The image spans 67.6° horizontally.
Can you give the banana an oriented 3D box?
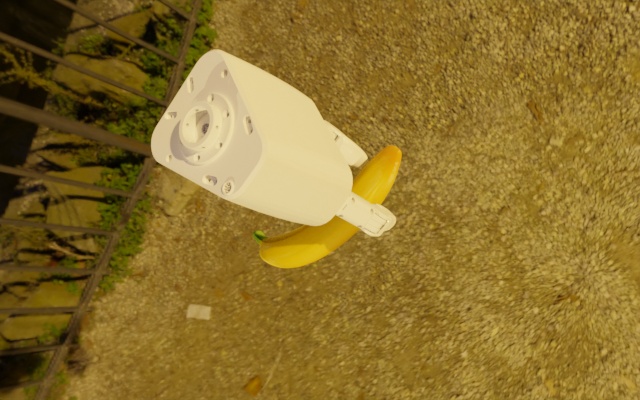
[{"bbox_3d":[0.003,0.019,0.474,0.198,0.069,0.037,-31,-28,27],"label":"banana"}]
